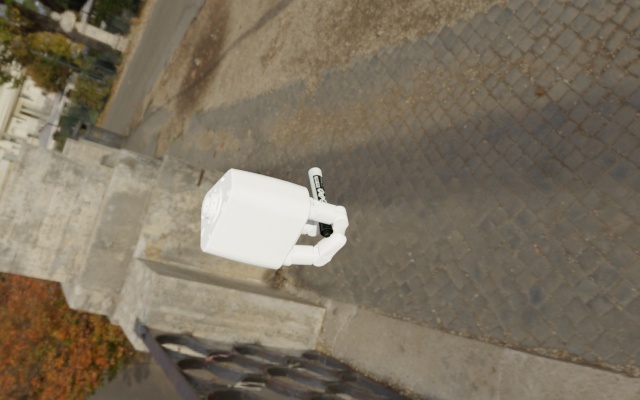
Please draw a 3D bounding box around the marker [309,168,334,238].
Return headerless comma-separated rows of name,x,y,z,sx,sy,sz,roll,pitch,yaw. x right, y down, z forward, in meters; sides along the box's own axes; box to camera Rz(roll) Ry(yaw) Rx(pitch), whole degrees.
marker,0.000,0.002,0.671,0.020,0.121,0.020,-6,-41,-6
